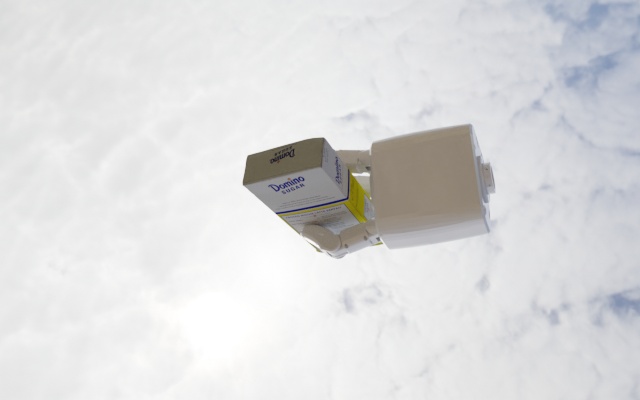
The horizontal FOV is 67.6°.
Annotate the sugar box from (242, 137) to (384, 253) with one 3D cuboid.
[{"bbox_3d":[0.000,0.001,0.537,0.093,0.048,0.176,-11,-36,23],"label":"sugar box"}]
